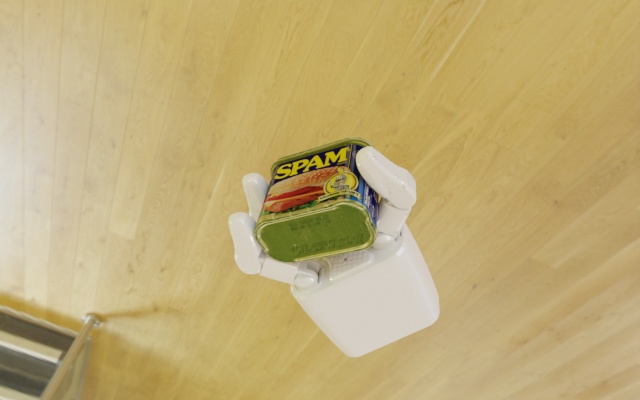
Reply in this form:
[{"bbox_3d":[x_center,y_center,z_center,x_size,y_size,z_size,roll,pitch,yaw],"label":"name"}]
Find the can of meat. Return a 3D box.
[{"bbox_3d":[0.000,0.001,0.403,0.102,0.057,0.084,-14,38,21],"label":"can of meat"}]
